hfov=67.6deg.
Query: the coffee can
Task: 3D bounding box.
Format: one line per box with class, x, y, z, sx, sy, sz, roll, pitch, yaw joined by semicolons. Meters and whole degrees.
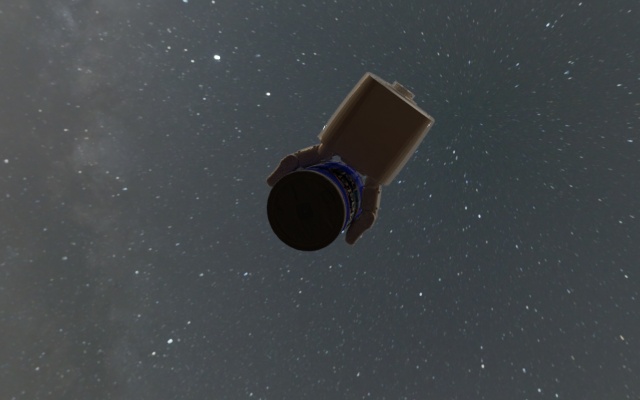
coffee can;0.000;0.002;0.655;0.103;0.103;0.140;0;10;17
